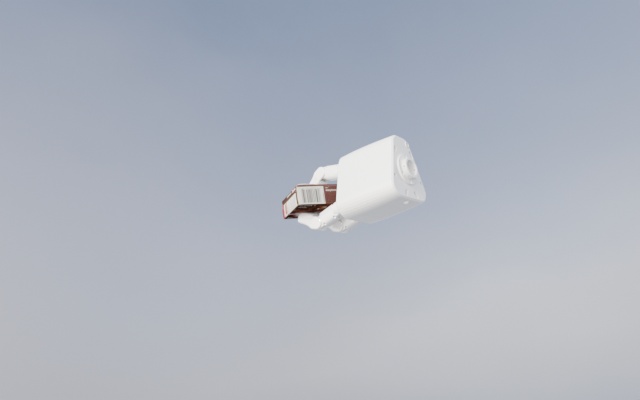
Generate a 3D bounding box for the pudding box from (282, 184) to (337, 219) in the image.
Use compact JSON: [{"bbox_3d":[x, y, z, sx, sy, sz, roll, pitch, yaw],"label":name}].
[{"bbox_3d":[0.000,0.002,0.814,0.113,0.039,0.090,0,-18,-20],"label":"pudding box"}]
